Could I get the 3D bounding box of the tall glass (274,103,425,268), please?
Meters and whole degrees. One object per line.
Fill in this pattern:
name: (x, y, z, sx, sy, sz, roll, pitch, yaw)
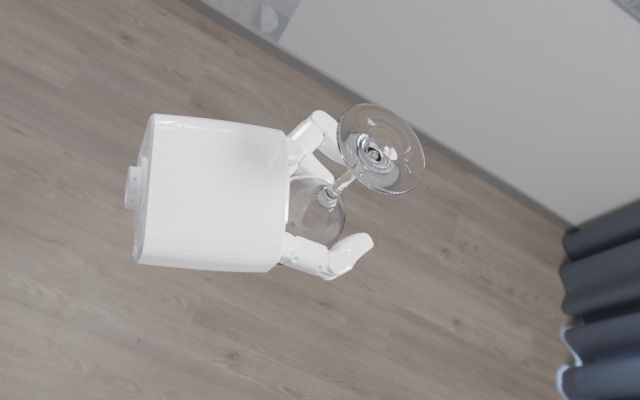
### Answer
tall glass: (0.001, 0.001, 0.420, 0.079, 0.079, 0.201, 0, -24, -29)
